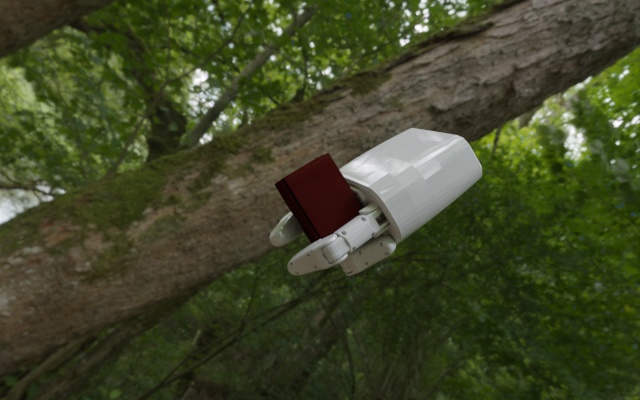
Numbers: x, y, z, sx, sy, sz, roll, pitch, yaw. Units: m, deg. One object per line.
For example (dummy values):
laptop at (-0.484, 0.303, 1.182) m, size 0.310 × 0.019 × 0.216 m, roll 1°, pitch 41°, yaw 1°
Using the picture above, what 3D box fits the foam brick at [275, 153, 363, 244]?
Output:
foam brick at (0.000, 0.001, 0.454) m, size 0.051 × 0.078 × 0.053 m, roll -33°, pitch 7°, yaw -12°
